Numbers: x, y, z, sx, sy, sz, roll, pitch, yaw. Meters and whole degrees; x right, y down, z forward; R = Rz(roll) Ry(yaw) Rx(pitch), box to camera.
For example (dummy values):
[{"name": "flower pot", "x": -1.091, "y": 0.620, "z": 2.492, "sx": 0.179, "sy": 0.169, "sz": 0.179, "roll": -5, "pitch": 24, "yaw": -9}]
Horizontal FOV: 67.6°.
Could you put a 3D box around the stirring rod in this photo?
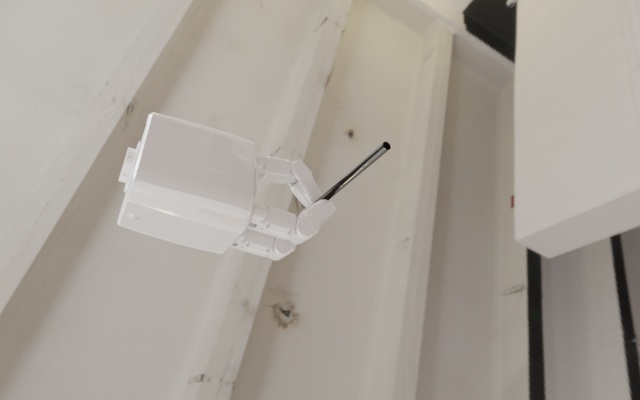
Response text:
[{"name": "stirring rod", "x": 0.000, "y": 0.002, "z": 0.496, "sx": 0.011, "sy": 0.011, "sz": 0.240, "roll": 0, "pitch": -23, "yaw": -30}]
